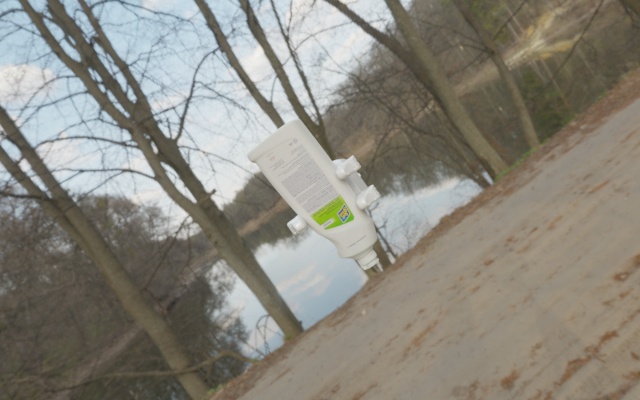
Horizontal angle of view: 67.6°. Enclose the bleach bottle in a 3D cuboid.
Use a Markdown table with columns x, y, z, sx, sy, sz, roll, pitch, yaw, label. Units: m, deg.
| x | y | z | sx | sy | sz | roll | pitch | yaw | label |
| --- | --- | --- | --- | --- | --- | --- | --- | --- | --- |
| 0.000 | 0.002 | 0.739 | 0.102 | 0.251 | 0.068 | -35 | 3 | 16 | bleach bottle |
